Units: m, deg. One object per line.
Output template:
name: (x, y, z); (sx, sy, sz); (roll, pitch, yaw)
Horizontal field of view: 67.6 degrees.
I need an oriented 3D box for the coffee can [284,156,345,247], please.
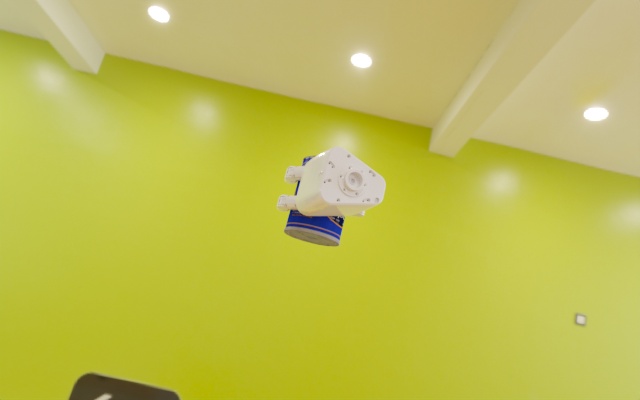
coffee can: (0.000, 0.003, 0.869); (0.103, 0.140, 0.103); (13, -14, 3)
